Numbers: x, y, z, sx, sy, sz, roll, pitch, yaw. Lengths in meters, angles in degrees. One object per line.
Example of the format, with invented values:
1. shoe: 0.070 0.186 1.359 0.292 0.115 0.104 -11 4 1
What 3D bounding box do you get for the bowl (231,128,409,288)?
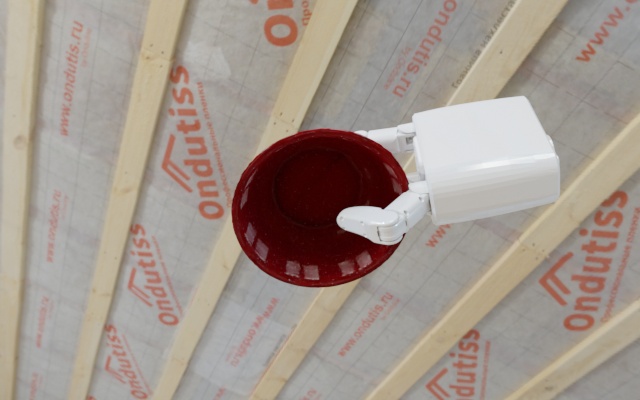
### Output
1. bowl: -0.001 0.001 0.446 0.162 0.162 0.055 0 28 -7
